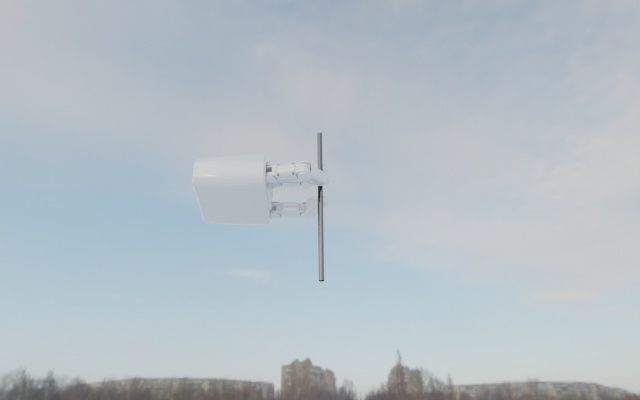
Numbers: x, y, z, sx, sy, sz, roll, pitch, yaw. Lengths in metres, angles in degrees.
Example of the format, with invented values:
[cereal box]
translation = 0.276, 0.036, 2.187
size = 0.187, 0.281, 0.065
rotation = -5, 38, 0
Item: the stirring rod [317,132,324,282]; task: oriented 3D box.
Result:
[stirring rod]
translation = 0.000, 0.002, 0.711
size = 0.011, 0.239, 0.011
rotation = -1, -25, 0
